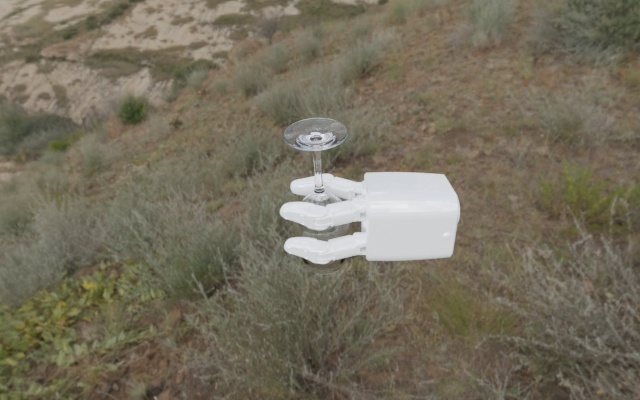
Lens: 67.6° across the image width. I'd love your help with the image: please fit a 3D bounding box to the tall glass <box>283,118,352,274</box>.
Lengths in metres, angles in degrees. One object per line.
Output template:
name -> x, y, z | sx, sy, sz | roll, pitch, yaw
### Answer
tall glass -> 0.000, 0.001, 0.608 | 0.079, 0.201, 0.079 | -2, 37, 2
